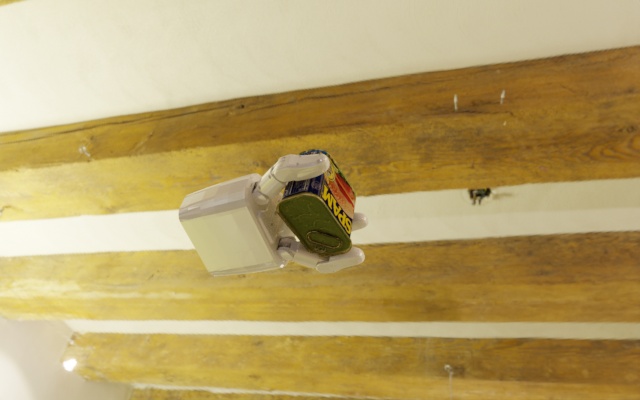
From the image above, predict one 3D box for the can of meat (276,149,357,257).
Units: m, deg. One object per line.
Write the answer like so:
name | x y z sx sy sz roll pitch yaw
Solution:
can of meat | 0.000 0.002 0.558 0.057 0.084 0.102 -16 -50 26
